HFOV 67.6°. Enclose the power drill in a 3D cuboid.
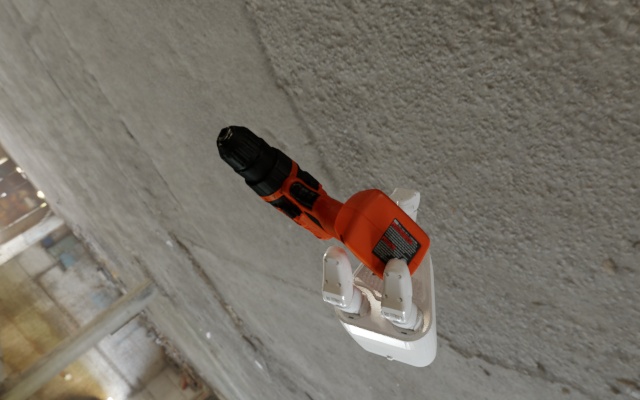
[{"bbox_3d":[0.000,0.002,0.457,0.184,0.057,0.187,39,-6,-38],"label":"power drill"}]
